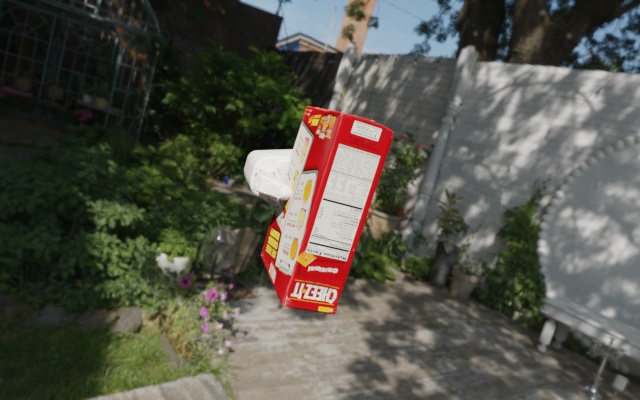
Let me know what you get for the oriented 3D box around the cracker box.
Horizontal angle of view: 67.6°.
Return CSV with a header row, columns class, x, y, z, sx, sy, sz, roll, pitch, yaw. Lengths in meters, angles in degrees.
class,x,y,z,sx,sy,sz,roll,pitch,yaw
cracker box,0.000,0.002,0.570,0.072,0.214,0.164,14,9,-18
